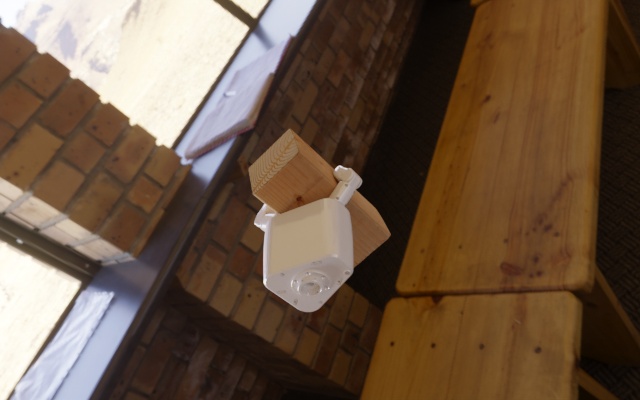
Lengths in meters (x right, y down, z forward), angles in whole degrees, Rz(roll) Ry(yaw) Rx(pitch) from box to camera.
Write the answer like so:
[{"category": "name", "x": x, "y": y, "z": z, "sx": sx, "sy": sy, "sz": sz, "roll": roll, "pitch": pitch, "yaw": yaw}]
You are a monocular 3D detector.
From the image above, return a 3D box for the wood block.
[{"category": "wood block", "x": 0.000, "y": 0.002, "z": 0.723, "sx": 0.206, "sy": 0.091, "sz": 0.090, "roll": 41, "pitch": 14, "yaw": -29}]
